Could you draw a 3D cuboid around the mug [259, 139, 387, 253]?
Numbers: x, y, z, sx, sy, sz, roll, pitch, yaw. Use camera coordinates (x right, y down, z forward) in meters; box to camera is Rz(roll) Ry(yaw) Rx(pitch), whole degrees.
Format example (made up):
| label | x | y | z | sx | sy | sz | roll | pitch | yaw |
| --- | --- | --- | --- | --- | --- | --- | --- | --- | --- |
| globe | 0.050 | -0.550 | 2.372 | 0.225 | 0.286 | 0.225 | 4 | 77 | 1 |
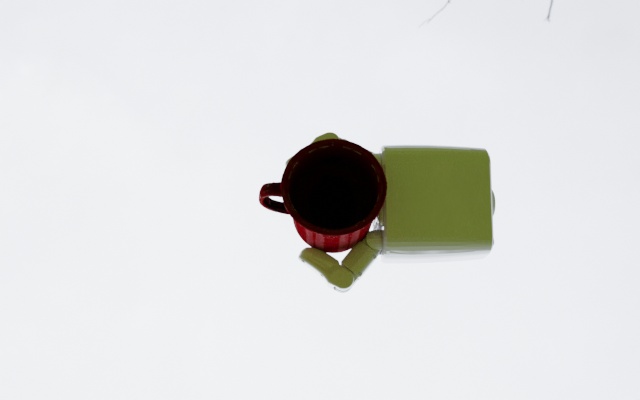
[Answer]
| label | x | y | z | sx | sy | sz | roll | pitch | yaw |
| --- | --- | --- | --- | --- | --- | --- | --- | --- | --- |
| mug | -0.001 | 0.002 | 0.453 | 0.117 | 0.093 | 0.081 | 1 | -22 | 1 |
